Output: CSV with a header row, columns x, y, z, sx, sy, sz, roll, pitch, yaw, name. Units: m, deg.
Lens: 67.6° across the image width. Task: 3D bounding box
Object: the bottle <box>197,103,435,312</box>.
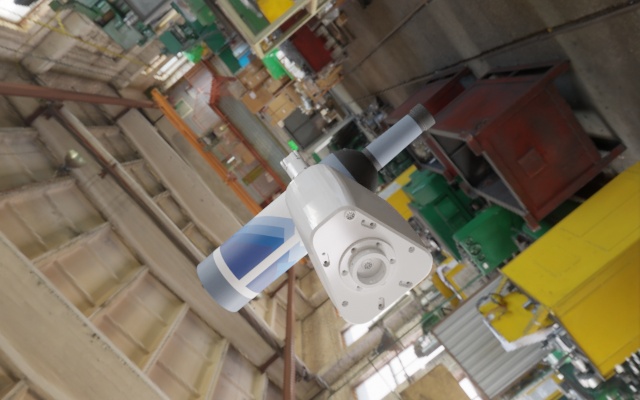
x,y,z,sx,sy,sz,roll,pitch,yaw,name
0.000,0.002,0.514,0.296,0.069,0.069,-40,-3,4,bottle
